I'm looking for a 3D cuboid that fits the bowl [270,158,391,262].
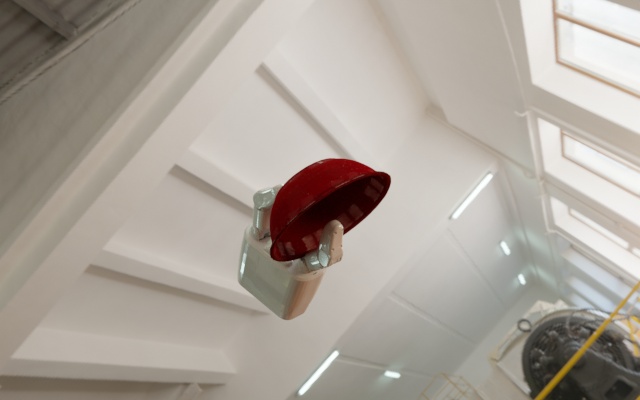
[{"bbox_3d":[0.001,0.001,0.547,0.162,0.055,0.162,-30,-20,-12],"label":"bowl"}]
